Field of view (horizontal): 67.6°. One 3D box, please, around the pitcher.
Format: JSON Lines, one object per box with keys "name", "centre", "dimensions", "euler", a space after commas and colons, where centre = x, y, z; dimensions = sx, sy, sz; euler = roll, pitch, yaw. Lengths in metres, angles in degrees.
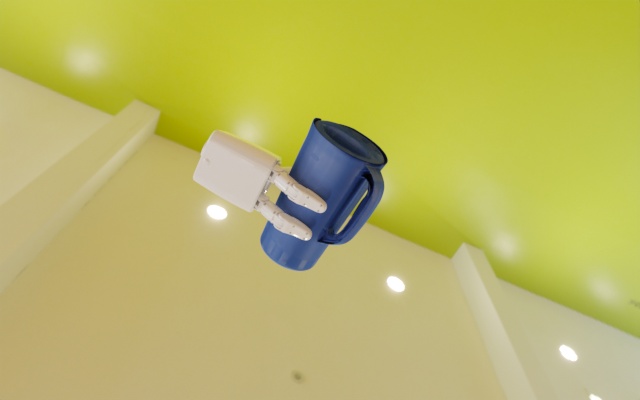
{"name": "pitcher", "centre": [0.000, 0.002, 0.778], "dimensions": [0.145, 0.243, 0.149], "euler": [29, 24, -2]}
